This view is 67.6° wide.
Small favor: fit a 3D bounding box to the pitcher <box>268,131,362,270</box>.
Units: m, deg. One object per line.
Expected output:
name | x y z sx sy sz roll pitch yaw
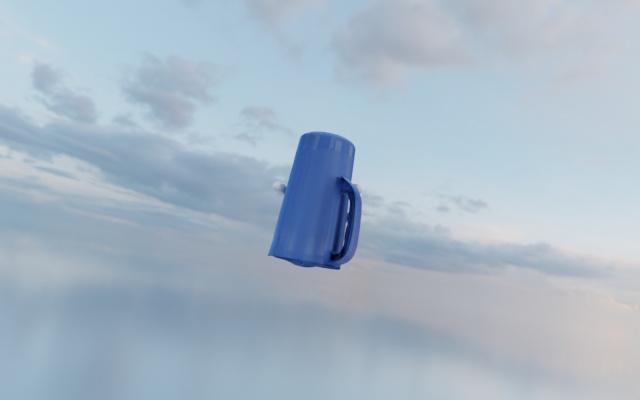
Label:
pitcher | 0.000 0.003 0.873 0.149 0.242 0.145 11 -9 0
